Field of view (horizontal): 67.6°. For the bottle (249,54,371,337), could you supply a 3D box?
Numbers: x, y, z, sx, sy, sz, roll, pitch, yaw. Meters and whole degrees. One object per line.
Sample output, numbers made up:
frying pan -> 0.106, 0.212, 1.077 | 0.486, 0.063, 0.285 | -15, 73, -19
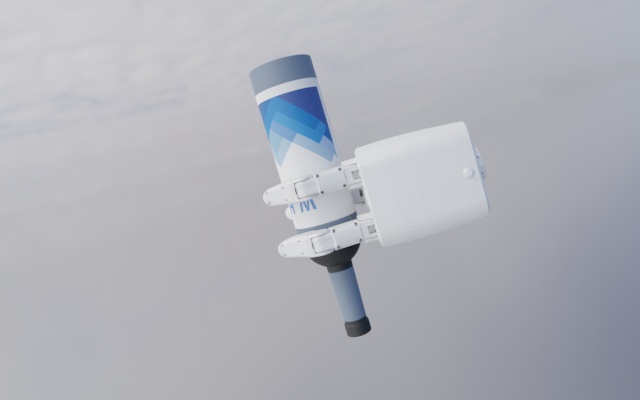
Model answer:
bottle -> 0.000, 0.001, 0.503 | 0.069, 0.296, 0.069 | -17, 5, 1
